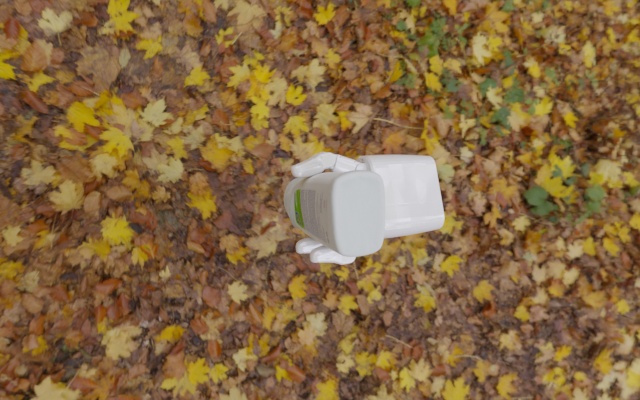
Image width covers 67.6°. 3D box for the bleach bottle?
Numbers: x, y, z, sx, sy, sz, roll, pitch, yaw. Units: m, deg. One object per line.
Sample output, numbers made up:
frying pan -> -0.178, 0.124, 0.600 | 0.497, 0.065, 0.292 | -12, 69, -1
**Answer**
bleach bottle -> 0.000, 0.002, 0.649 | 0.068, 0.102, 0.251 | -6, 9, -21
